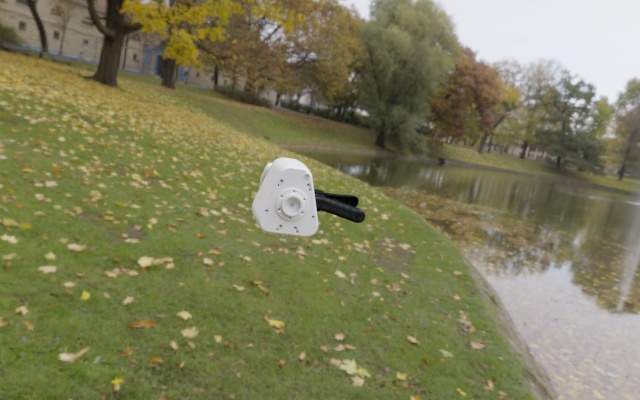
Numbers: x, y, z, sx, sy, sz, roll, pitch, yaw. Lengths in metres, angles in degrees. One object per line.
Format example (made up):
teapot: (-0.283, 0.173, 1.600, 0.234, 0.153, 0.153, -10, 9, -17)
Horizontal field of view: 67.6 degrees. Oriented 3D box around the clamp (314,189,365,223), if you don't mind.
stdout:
clamp: (0.000, 0.002, 0.855, 0.171, 0.039, 0.120, 8, 8, -13)
